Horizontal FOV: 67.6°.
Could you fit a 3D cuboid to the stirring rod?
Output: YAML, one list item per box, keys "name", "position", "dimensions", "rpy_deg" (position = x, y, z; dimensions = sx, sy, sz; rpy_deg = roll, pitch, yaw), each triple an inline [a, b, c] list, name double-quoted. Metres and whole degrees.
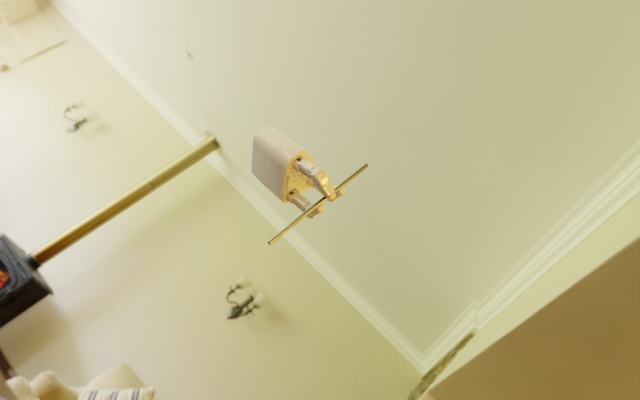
- name: "stirring rod"
  position: [0.000, 0.003, 0.851]
  dimensions: [0.239, 0.011, 0.011]
  rpy_deg: [-39, 16, -22]
